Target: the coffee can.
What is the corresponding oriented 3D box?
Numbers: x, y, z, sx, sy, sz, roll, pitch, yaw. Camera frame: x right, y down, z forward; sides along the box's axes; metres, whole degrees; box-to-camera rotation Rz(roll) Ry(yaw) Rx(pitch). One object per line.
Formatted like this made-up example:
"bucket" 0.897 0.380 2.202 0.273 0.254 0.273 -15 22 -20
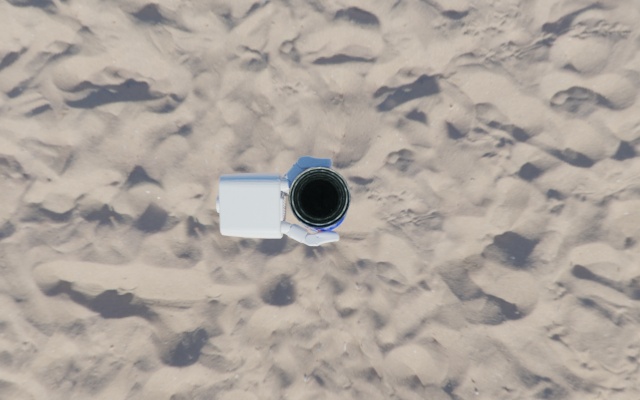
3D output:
"coffee can" 0.000 0.003 0.842 0.103 0.103 0.140 0 -6 1
